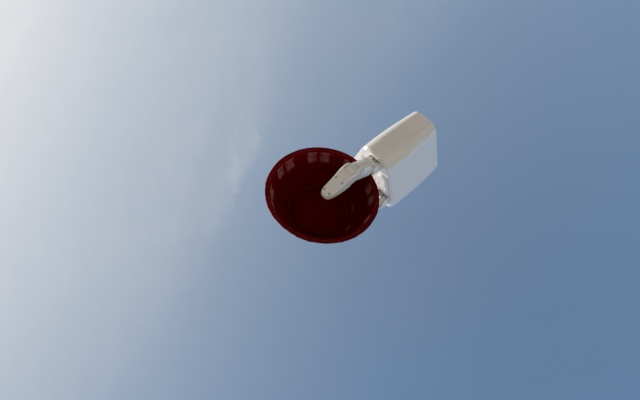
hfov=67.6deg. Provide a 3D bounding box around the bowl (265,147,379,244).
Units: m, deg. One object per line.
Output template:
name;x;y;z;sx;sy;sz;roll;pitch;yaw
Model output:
bowl;-0.001;0.003;0.686;0.162;0.162;0.055;0;-33;-9
